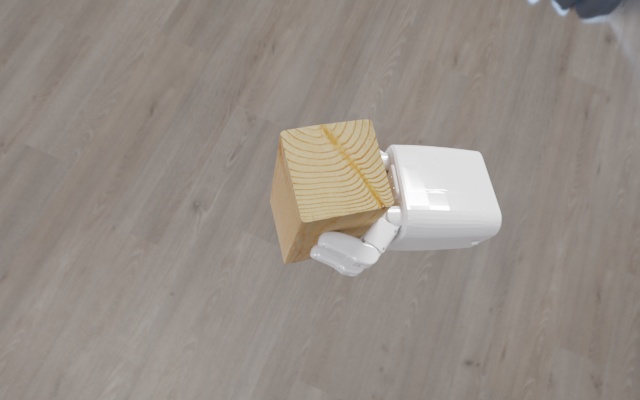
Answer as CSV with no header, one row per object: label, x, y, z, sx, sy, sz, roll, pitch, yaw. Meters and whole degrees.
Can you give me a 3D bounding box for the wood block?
wood block,0.000,0.001,0.527,0.090,0.090,0.206,-10,-16,-12
